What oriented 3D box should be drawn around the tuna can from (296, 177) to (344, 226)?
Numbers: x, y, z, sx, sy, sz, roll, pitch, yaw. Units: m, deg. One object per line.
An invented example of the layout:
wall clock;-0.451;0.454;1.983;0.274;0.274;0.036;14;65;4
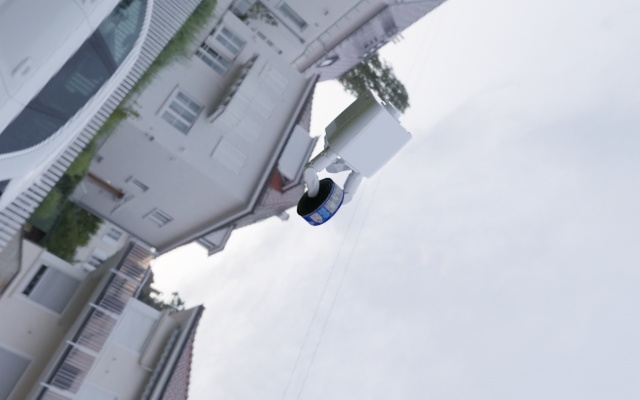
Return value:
tuna can;0.000;0.003;0.832;0.034;0.086;0.086;43;-22;-25
